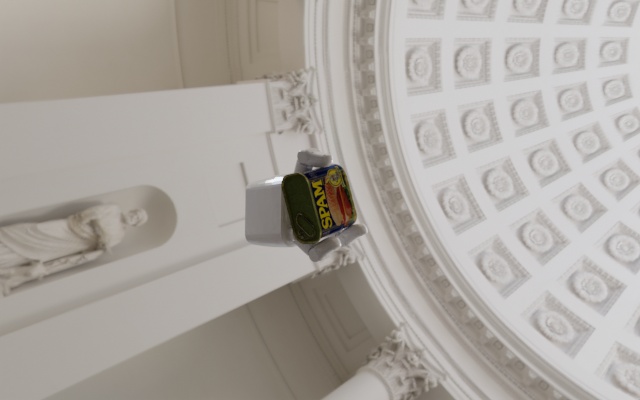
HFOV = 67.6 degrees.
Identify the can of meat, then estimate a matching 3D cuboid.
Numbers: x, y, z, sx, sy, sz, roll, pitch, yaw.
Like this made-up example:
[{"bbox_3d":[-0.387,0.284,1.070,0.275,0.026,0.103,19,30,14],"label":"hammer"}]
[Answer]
[{"bbox_3d":[0.000,0.002,0.694,0.084,0.102,0.057,-19,7,-43],"label":"can of meat"}]
